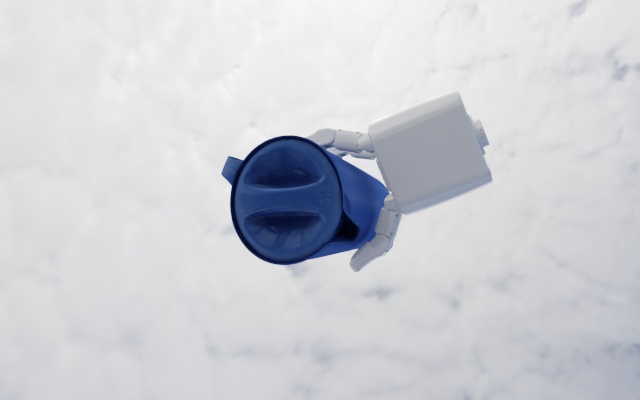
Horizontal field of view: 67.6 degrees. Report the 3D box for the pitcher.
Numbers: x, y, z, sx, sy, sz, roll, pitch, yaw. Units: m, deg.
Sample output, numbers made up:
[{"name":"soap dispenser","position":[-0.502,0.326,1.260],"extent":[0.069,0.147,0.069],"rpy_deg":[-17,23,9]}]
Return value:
[{"name":"pitcher","position":[0.000,0.002,0.593],"extent":[0.145,0.149,0.243],"rpy_deg":[-23,-13,21]}]
